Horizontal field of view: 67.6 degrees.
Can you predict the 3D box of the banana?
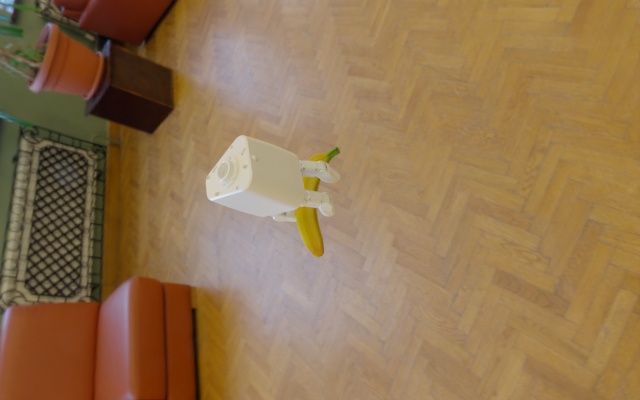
[{"bbox_3d":[-0.014,0.000,0.836,0.069,0.197,0.037,-2,-16,39],"label":"banana"}]
